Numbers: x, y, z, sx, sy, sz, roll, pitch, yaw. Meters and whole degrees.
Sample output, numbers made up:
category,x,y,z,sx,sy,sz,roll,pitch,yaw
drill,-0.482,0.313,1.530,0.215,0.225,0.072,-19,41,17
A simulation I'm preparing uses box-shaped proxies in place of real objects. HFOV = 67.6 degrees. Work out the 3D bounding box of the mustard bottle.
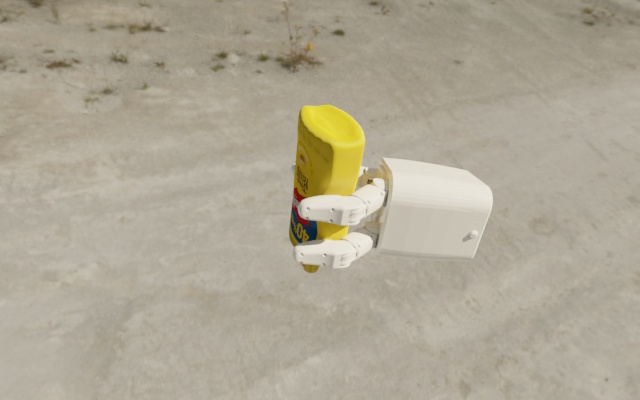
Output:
category,x,y,z,sx,sy,sz,roll,pitch,yaw
mustard bottle,0.000,0.001,0.517,0.058,0.192,0.096,-8,36,-22
